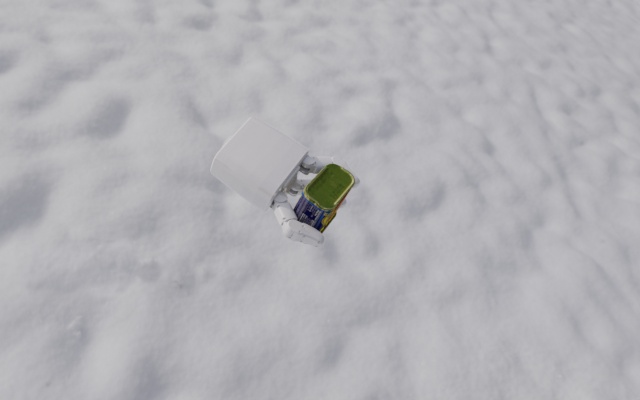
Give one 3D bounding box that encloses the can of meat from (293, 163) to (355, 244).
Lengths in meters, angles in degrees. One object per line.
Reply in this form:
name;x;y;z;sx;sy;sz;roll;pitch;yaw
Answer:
can of meat;0.000;0.002;0.713;0.057;0.084;0.102;35;45;5
